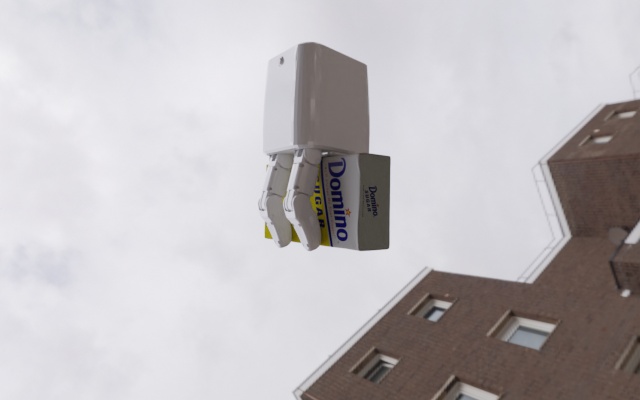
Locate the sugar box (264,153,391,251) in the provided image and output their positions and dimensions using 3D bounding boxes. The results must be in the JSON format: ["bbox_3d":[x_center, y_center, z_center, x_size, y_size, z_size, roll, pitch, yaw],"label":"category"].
[{"bbox_3d":[0.000,0.002,0.515,0.048,0.093,0.176,1,-1,-34],"label":"sugar box"}]
